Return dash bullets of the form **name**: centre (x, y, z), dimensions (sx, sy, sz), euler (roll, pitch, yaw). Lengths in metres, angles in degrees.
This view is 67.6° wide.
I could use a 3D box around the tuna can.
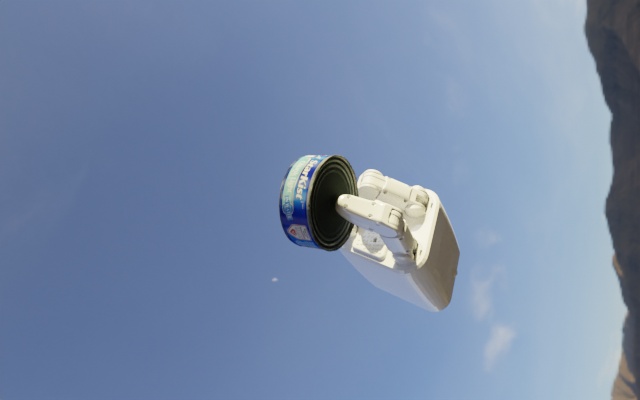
- **tuna can**: centre (0.000, 0.001, 0.431), dimensions (0.034, 0.086, 0.086), euler (5, 2, 32)
